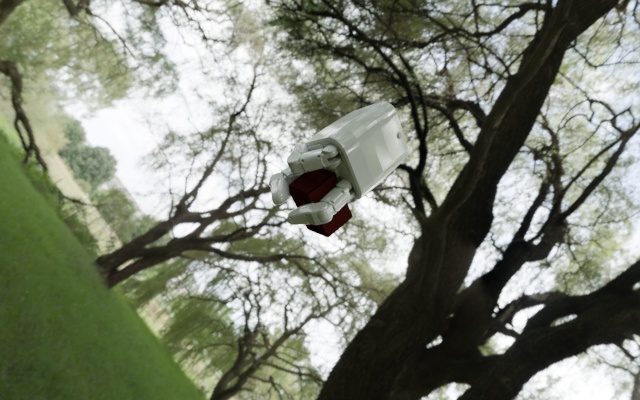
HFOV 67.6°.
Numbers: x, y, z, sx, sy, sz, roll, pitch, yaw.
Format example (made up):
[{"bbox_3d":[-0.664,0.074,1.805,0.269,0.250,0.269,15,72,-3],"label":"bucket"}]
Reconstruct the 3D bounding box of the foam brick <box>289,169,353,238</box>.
[{"bbox_3d":[0.000,0.002,0.659,0.051,0.078,0.053,-39,34,-23],"label":"foam brick"}]
